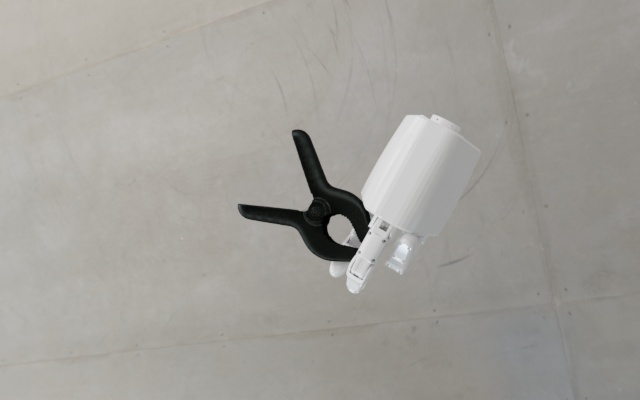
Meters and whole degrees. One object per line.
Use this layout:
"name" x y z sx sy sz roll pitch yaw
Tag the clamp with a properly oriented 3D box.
"clamp" 0.000 0.002 0.529 0.171 0.120 0.039 30 11 14
